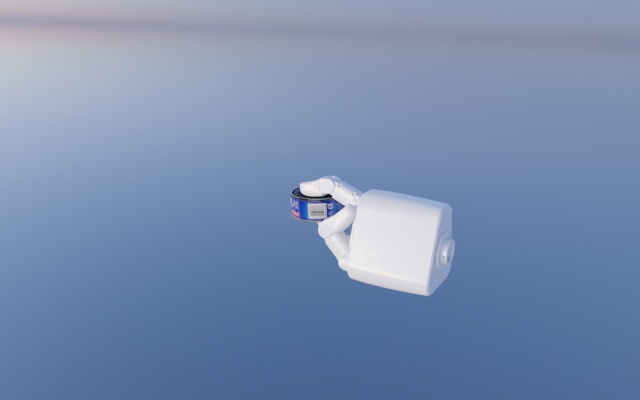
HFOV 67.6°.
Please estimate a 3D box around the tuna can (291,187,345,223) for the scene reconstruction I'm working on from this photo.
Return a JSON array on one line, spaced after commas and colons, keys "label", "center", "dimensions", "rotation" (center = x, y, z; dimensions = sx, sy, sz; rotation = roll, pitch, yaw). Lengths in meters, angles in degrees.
[{"label": "tuna can", "center": [0.000, 0.002, 0.682], "dimensions": [0.086, 0.034, 0.086], "rotation": [-3, 16, 1]}]
